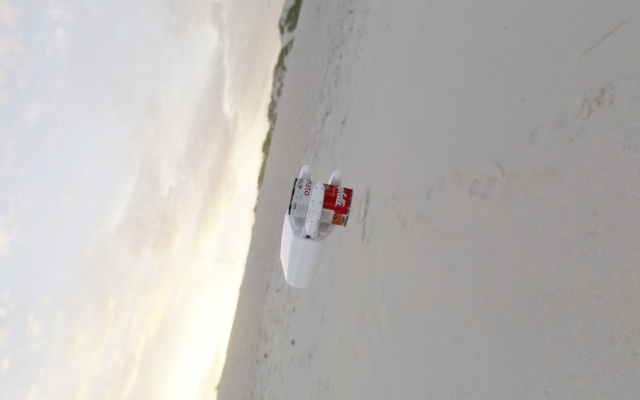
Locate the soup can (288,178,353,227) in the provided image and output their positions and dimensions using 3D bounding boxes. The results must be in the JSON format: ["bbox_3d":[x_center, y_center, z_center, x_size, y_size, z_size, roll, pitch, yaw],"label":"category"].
[{"bbox_3d":[0.000,0.002,0.827,0.102,0.068,0.068,12,0,-1],"label":"soup can"}]
